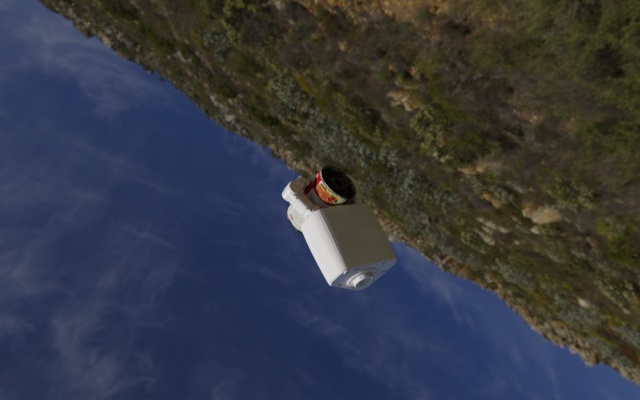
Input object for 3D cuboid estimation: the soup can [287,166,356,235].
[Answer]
[{"bbox_3d":[0.000,0.002,0.769,0.068,0.068,0.102,0,-38,-46],"label":"soup can"}]
